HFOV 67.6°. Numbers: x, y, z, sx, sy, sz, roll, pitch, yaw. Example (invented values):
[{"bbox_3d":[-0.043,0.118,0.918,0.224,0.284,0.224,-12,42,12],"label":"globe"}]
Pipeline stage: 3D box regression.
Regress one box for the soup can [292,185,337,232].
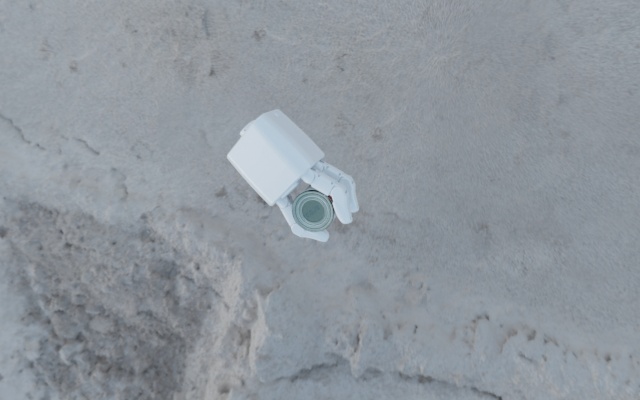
[{"bbox_3d":[0.000,0.003,0.758,0.068,0.068,0.102,0,16,14],"label":"soup can"}]
